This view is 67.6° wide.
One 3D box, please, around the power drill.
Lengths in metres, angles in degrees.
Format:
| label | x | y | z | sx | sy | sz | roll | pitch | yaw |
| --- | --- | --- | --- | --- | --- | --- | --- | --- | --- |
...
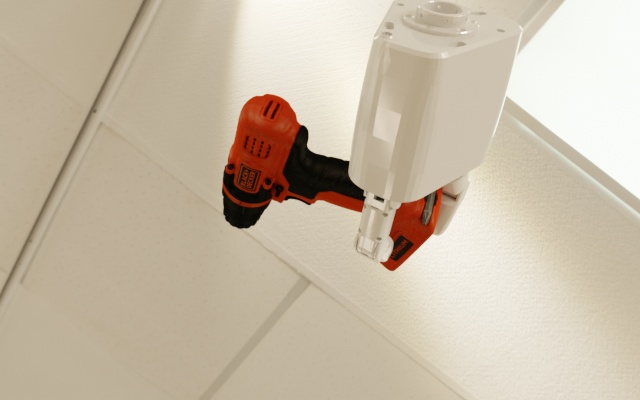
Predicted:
| label | x | y | z | sx | sy | sz | roll | pitch | yaw |
| --- | --- | --- | --- | --- | --- | --- | --- | --- | --- |
| power drill | 0.001 | 0.001 | 0.441 | 0.187 | 0.057 | 0.184 | 21 | -32 | -5 |
